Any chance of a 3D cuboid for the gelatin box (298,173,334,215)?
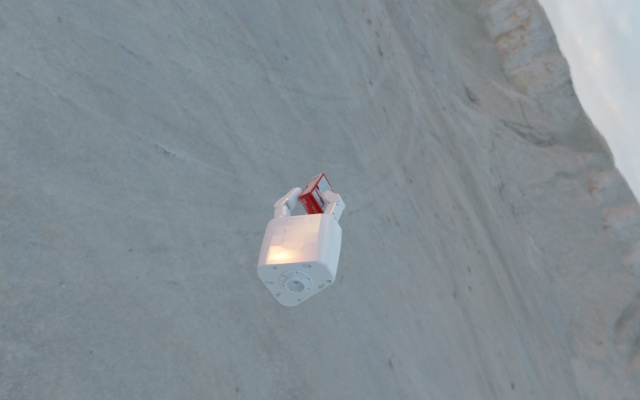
[{"bbox_3d":[0.001,0.002,0.843,0.030,0.073,0.089,-22,18,25],"label":"gelatin box"}]
